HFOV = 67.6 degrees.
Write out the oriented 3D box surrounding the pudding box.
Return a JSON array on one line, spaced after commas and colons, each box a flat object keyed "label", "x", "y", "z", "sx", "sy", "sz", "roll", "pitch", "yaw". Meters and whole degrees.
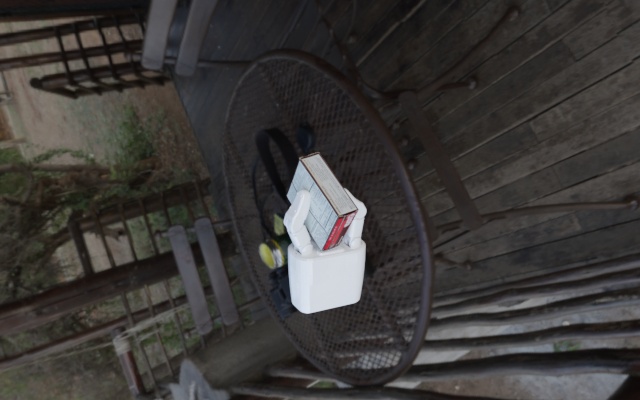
[{"label": "pudding box", "x": 0.000, "y": 0.002, "z": 0.686, "sx": 0.039, "sy": 0.113, "sz": 0.090, "roll": -19, "pitch": -28, "yaw": -31}]
